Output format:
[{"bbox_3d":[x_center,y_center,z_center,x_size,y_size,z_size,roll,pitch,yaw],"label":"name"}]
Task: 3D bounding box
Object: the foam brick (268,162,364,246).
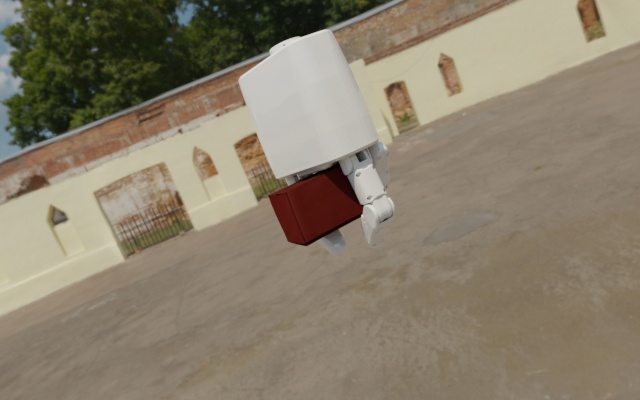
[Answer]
[{"bbox_3d":[0.000,0.002,0.445,0.078,0.051,0.053,-27,9,-22],"label":"foam brick"}]
